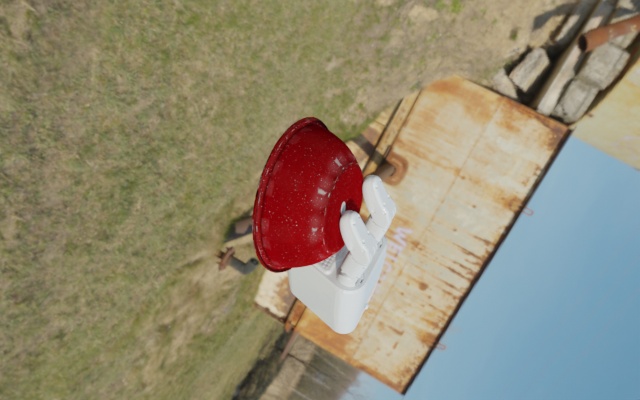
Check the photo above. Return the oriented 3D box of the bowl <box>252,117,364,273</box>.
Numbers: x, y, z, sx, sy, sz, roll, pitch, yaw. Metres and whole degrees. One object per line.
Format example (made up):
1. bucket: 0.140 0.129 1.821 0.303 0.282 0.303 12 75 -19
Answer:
1. bowl: 0.000 0.001 0.473 0.055 0.162 0.162 15 6 24
